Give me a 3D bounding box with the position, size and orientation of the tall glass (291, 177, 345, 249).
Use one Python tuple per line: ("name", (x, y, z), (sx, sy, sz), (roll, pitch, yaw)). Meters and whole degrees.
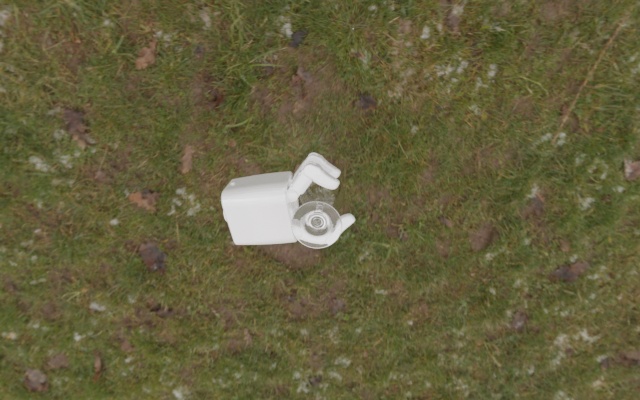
("tall glass", (0.000, 0.003, 0.781), (0.079, 0.079, 0.201), (0, 20, 4))
